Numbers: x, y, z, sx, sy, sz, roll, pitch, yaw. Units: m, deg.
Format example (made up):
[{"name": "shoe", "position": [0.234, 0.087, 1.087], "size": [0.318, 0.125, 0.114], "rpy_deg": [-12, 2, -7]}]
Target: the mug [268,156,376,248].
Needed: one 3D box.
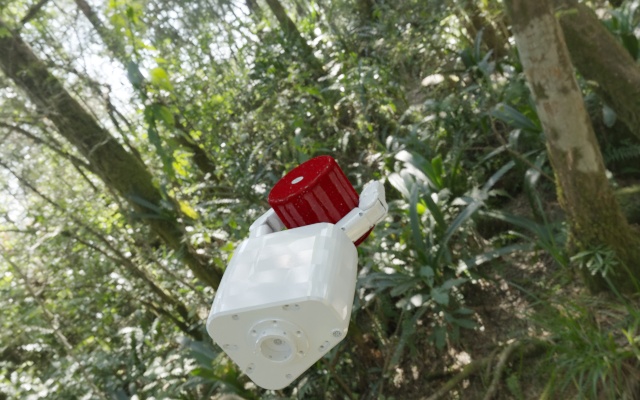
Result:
[{"name": "mug", "position": [0.000, 0.001, 0.512], "size": [0.093, 0.081, 0.117], "rpy_deg": [-28, 22, 18]}]
